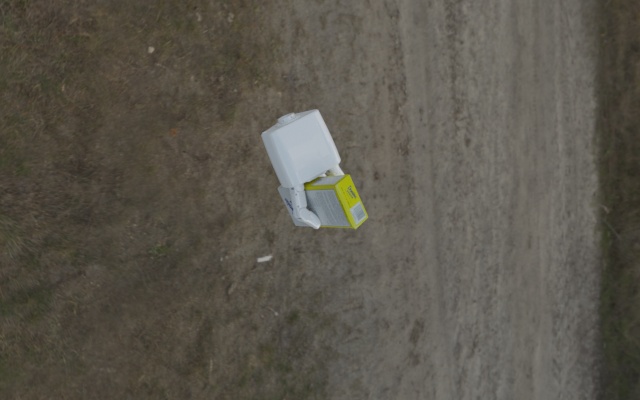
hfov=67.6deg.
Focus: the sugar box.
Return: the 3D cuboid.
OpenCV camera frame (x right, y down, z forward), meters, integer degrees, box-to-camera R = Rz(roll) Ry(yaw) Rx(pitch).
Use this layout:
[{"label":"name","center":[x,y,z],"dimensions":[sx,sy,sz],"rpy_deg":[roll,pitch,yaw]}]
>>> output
[{"label":"sugar box","center":[0.001,0.003,0.899],"dimensions":[0.048,0.093,0.176],"rpy_deg":[-37,23,-31]}]
